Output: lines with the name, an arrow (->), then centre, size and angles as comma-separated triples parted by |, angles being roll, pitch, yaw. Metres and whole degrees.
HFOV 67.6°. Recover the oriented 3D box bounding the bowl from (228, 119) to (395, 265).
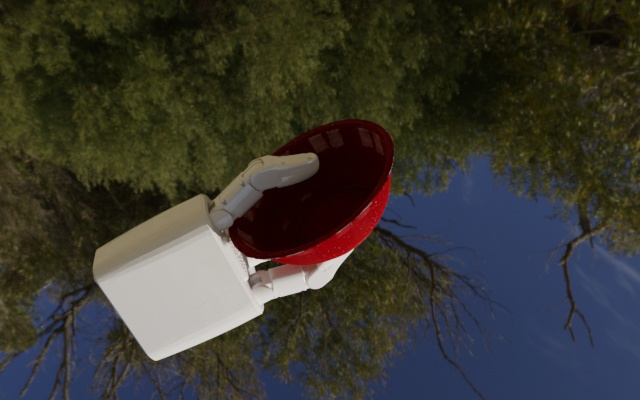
bowl -> 0.001, 0.001, 0.421 | 0.162, 0.162, 0.055 | 0, -42, 41
